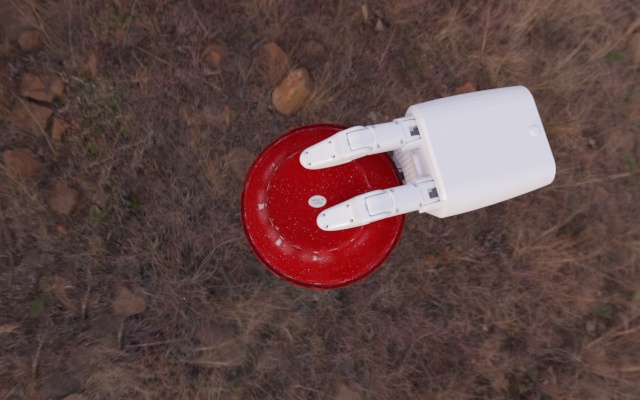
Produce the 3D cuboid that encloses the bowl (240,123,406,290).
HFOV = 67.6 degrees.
[{"bbox_3d":[-0.001,0.002,0.435,0.162,0.162,0.055,0,-6,4],"label":"bowl"}]
